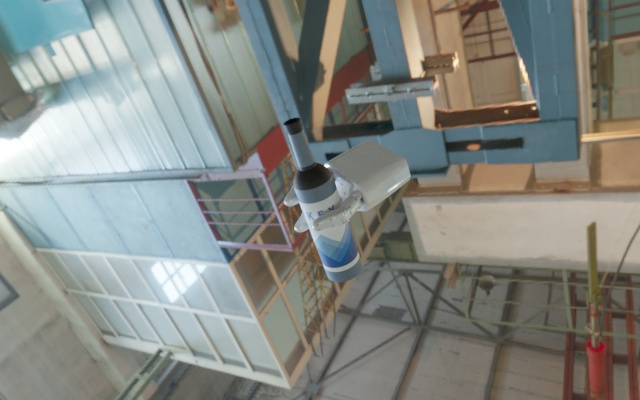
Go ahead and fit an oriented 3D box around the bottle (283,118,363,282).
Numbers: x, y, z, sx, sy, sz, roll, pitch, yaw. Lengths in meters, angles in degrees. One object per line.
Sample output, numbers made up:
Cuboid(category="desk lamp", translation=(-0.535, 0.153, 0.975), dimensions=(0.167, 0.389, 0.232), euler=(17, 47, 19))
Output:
Cuboid(category="bottle", translation=(0.000, 0.003, 0.792), dimensions=(0.069, 0.296, 0.069), euler=(-15, 28, 8))
